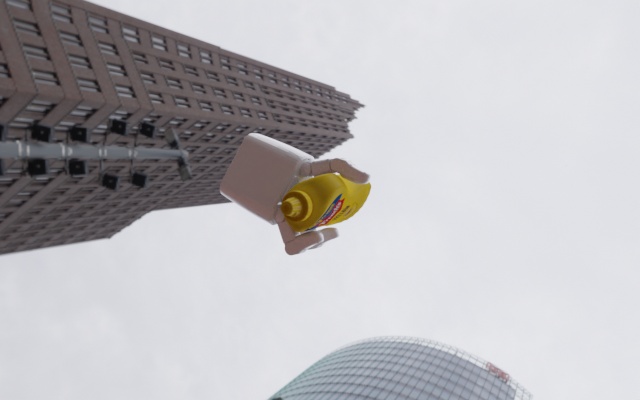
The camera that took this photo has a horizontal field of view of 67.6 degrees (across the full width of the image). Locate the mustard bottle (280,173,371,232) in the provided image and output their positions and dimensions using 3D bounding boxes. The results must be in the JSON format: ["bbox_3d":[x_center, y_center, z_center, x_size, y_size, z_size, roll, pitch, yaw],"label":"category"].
[{"bbox_3d":[0.000,0.002,0.678,0.096,0.058,0.191,-45,-16,23],"label":"mustard bottle"}]
